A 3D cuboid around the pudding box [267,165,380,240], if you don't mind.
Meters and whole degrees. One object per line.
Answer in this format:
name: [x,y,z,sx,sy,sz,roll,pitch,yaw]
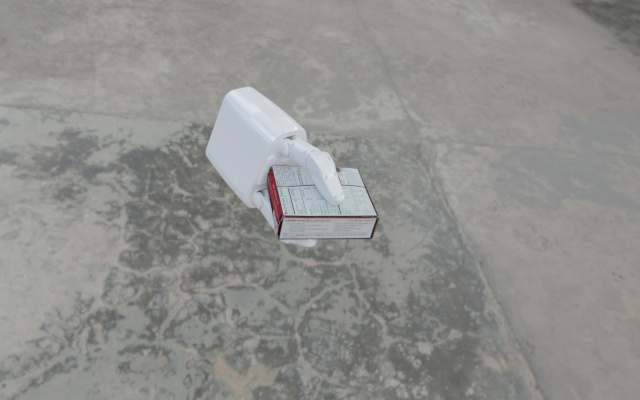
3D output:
pudding box: [0.000,0.002,0.543,0.113,0.039,0.090,0,42,-15]
